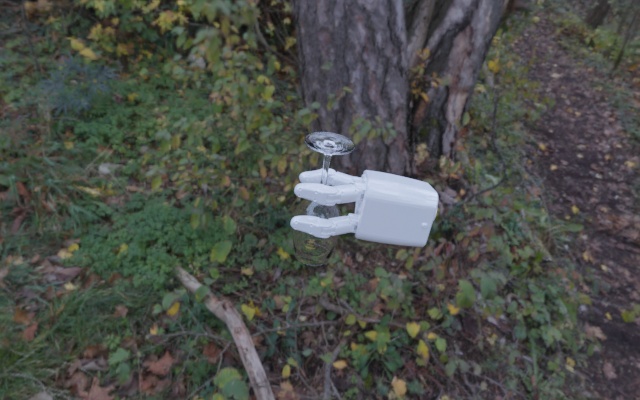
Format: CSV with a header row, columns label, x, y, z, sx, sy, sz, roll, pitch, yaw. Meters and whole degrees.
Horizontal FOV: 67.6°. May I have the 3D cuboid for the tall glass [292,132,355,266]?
label,x,y,z,sx,sy,sz,roll,pitch,yaw
tall glass,0.000,0.002,0.731,0.079,0.201,0.079,7,30,-4
